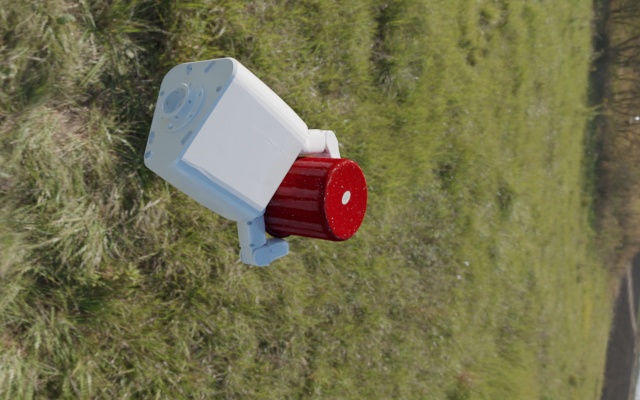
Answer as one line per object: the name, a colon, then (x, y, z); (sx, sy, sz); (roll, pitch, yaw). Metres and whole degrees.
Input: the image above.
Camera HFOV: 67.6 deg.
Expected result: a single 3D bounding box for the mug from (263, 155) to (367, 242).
mug: (0.001, 0.002, 0.492); (0.081, 0.093, 0.117); (6, -19, 36)
